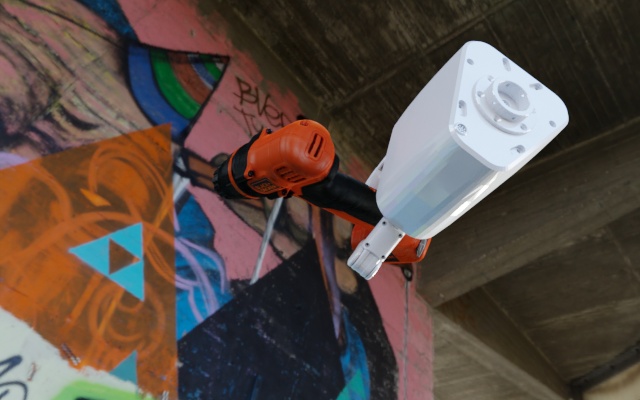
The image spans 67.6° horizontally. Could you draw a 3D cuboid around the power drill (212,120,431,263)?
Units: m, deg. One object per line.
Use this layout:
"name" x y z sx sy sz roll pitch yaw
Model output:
"power drill" 0.001 0.002 0.459 0.188 0.057 0.184 28 -20 -26
